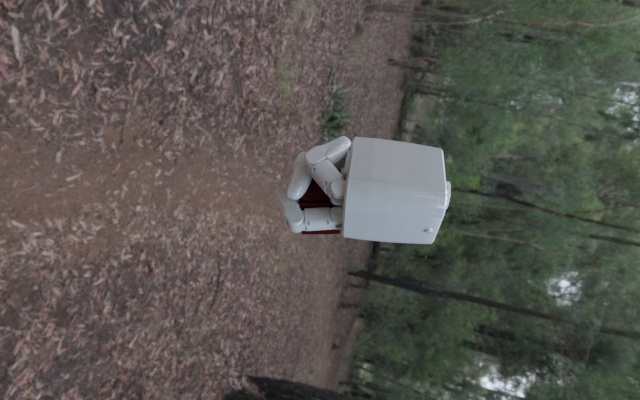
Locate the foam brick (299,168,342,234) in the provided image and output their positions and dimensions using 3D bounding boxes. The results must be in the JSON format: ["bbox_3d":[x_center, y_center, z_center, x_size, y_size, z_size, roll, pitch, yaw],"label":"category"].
[{"bbox_3d":[0.000,0.002,0.594,0.051,0.053,0.078,-1,-32,0],"label":"foam brick"}]
